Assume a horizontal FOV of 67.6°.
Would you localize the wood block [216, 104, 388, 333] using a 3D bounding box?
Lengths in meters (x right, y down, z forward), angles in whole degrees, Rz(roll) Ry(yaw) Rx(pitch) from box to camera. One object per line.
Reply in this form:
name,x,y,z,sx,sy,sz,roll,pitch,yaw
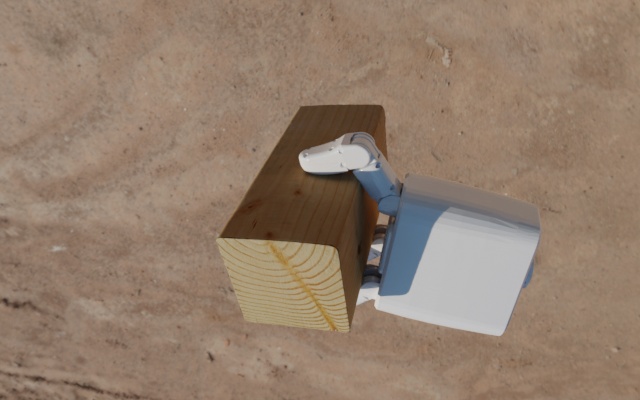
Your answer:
wood block,0.000,0.001,0.423,0.090,0.091,0.206,2,37,16
